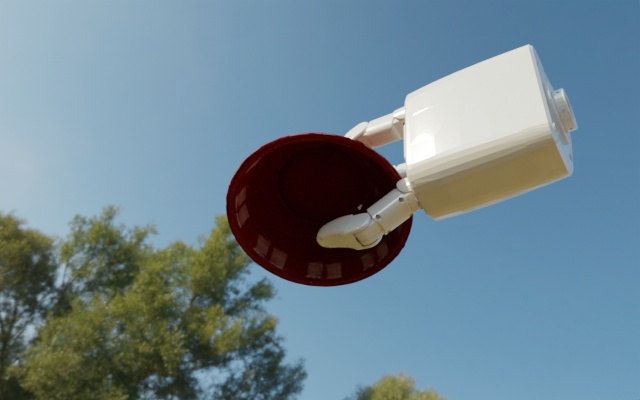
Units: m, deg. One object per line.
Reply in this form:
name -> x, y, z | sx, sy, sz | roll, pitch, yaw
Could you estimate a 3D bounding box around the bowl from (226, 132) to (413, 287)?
bowl -> -0.001, 0.001, 0.434 | 0.162, 0.162, 0.055 | 0, 33, 5
